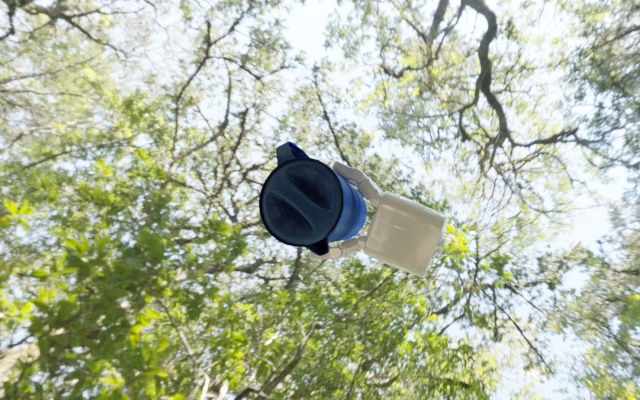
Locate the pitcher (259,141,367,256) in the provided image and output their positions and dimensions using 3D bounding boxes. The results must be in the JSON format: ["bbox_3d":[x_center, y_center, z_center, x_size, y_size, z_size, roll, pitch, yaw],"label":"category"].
[{"bbox_3d":[0.000,0.003,0.808,0.145,0.149,0.243,21,1,17],"label":"pitcher"}]
